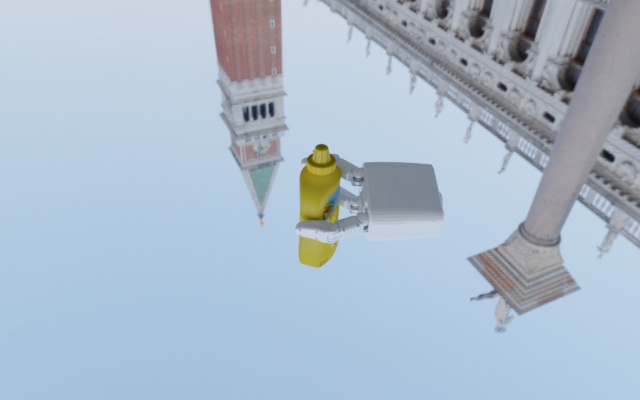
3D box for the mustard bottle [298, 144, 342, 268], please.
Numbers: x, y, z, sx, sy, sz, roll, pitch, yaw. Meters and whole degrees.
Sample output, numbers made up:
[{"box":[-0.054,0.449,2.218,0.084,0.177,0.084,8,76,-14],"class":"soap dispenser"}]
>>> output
[{"box":[0.000,0.002,0.698,0.058,0.192,0.096,15,42,15],"class":"mustard bottle"}]
